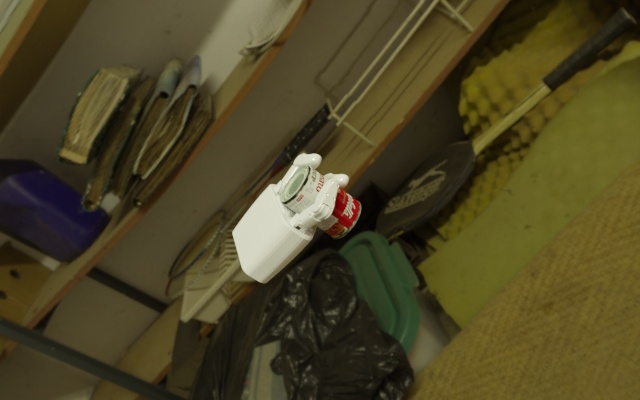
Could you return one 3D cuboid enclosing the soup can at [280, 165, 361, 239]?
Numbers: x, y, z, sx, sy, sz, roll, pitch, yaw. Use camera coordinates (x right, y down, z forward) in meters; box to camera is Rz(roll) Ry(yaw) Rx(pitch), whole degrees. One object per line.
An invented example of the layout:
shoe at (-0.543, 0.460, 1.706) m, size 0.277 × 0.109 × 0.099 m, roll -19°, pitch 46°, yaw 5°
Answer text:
soup can at (0.000, 0.002, 0.704) m, size 0.102 × 0.068 × 0.068 m, roll 35°, pitch -15°, yaw -22°
